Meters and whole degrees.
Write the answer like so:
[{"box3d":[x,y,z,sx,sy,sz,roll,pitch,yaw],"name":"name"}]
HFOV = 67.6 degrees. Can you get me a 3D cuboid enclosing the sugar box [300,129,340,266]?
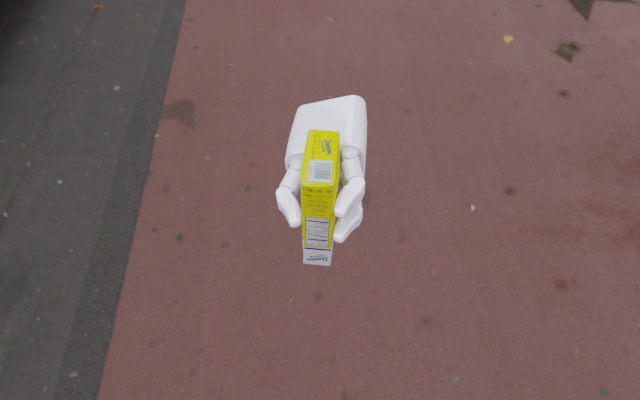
[{"box3d":[0.001,0.002,0.634,0.048,0.093,0.176,3,-38,5],"name":"sugar box"}]
